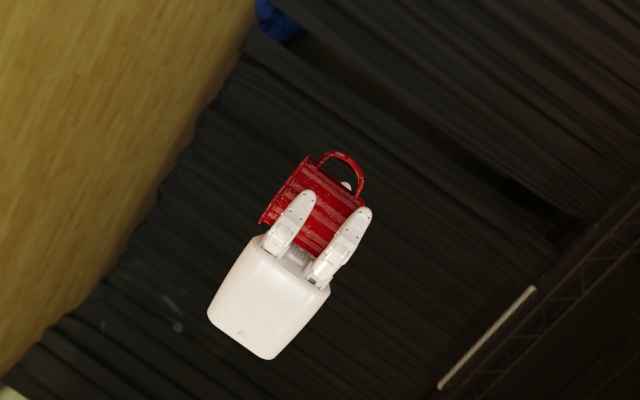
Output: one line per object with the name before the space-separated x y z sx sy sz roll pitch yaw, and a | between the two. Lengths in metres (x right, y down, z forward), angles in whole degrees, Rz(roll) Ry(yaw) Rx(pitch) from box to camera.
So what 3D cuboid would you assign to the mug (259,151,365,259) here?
mug | 0.001 0.001 0.512 0.081 0.117 0.093 36 17 -1
